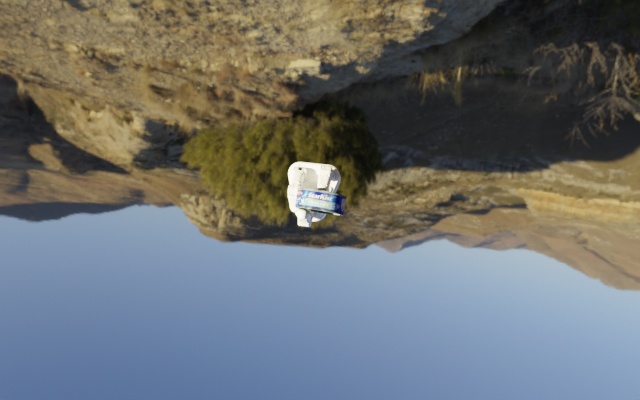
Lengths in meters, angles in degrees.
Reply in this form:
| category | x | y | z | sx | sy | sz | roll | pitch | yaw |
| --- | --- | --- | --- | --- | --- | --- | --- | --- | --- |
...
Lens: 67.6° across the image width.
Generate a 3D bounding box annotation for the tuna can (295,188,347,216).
| category | x | y | z | sx | sy | sz | roll | pitch | yaw |
| --- | --- | --- | --- | --- | --- | --- | --- | --- | --- |
| tuna can | 0.000 | 0.003 | 0.818 | 0.086 | 0.034 | 0.086 | 10 | -4 | 1 |
